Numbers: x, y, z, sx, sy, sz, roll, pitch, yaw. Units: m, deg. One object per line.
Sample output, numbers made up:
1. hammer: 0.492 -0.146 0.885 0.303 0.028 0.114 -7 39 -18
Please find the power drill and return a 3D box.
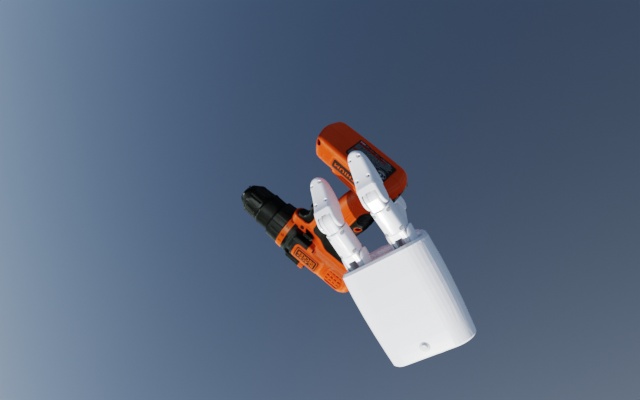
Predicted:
1. power drill: 0.000 0.002 0.558 0.184 0.188 0.057 38 44 8
